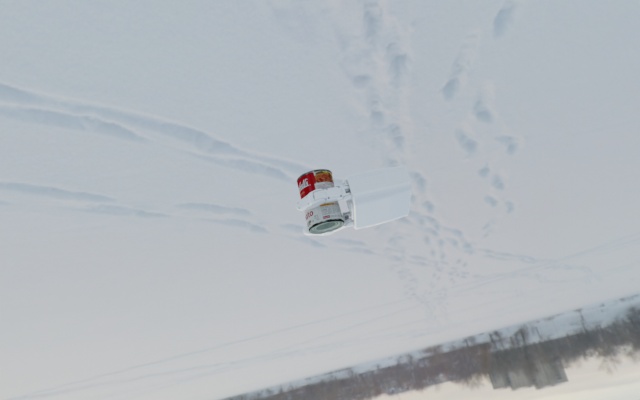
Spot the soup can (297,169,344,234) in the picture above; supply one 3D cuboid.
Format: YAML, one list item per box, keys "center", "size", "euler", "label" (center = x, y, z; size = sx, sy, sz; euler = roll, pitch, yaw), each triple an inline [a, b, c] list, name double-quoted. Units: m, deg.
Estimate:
- center: [0.000, 0.003, 0.873]
  size: [0.068, 0.102, 0.068]
  euler: [-12, -20, -4]
  label: "soup can"
